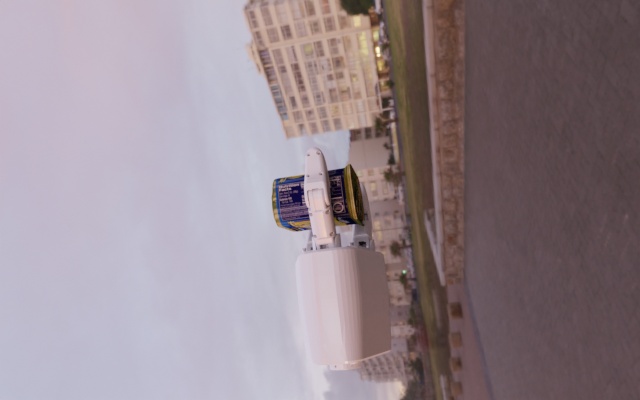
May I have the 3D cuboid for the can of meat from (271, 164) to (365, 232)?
[{"bbox_3d":[0.000,0.002,0.519,0.084,0.057,0.102,-8,-10,10],"label":"can of meat"}]
